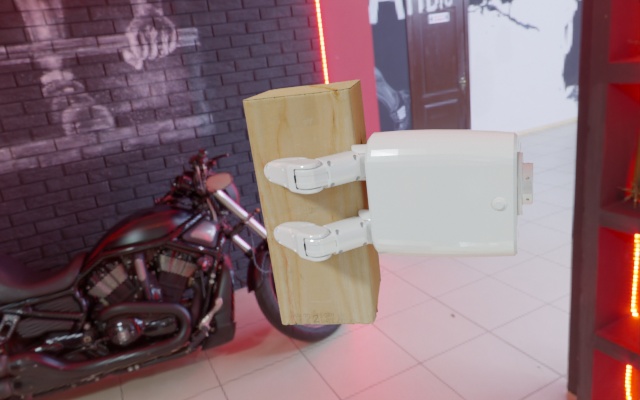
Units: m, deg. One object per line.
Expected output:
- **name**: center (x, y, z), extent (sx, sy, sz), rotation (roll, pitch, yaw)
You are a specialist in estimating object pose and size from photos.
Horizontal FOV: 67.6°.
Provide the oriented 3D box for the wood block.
- **wood block**: center (0.000, 0.001, 0.442), extent (0.090, 0.206, 0.090), rotation (-4, 18, 12)
